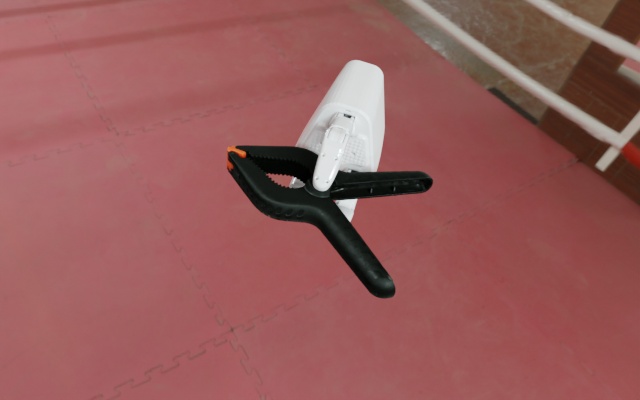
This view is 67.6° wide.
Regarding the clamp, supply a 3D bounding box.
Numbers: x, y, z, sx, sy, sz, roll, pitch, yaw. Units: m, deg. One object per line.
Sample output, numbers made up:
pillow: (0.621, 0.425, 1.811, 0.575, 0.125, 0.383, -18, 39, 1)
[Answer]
clamp: (0.000, 0.001, 0.463, 0.210, 0.036, 0.164, 18, 45, 3)
